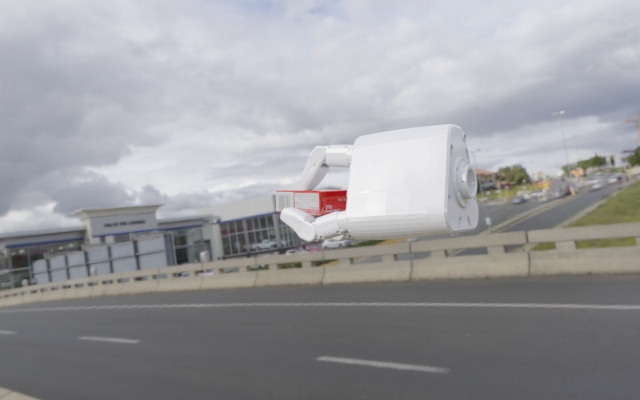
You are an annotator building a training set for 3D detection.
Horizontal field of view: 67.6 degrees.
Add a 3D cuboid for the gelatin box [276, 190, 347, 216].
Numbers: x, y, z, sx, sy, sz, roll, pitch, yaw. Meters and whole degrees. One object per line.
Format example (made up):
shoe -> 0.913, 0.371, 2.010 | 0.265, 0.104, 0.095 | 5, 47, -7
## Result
gelatin box -> 0.000, 0.001, 0.579 | 0.073, 0.030, 0.089 | -2, 3, -41
